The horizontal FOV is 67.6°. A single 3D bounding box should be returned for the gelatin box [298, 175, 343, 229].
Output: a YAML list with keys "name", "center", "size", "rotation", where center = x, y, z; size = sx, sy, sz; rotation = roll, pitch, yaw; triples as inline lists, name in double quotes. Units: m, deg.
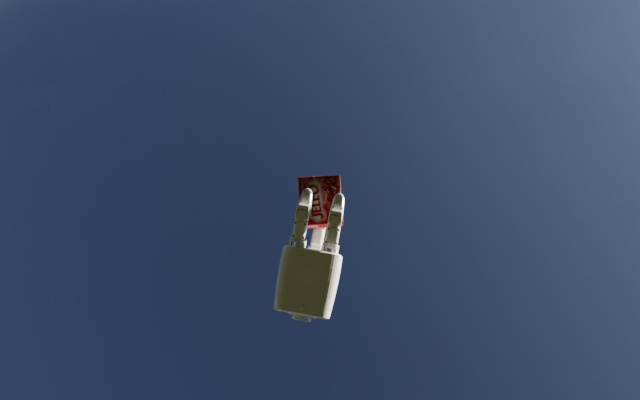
- name: "gelatin box"
  center: [0.000, 0.002, 0.824]
  size: [0.073, 0.089, 0.030]
  rotation: [-3, -17, 0]
